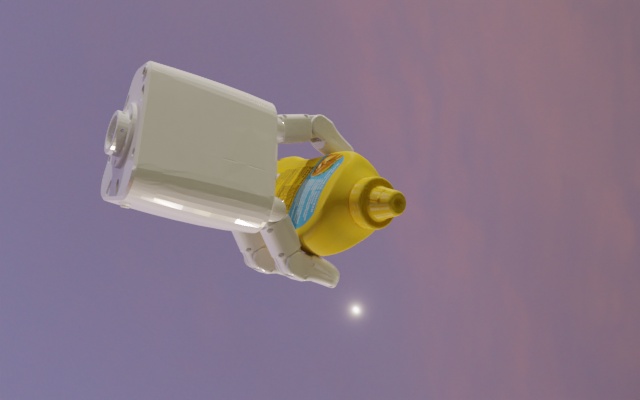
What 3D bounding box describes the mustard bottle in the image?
[{"bbox_3d":[0.000,0.002,0.425,0.058,0.096,0.191,42,-23,-28],"label":"mustard bottle"}]
